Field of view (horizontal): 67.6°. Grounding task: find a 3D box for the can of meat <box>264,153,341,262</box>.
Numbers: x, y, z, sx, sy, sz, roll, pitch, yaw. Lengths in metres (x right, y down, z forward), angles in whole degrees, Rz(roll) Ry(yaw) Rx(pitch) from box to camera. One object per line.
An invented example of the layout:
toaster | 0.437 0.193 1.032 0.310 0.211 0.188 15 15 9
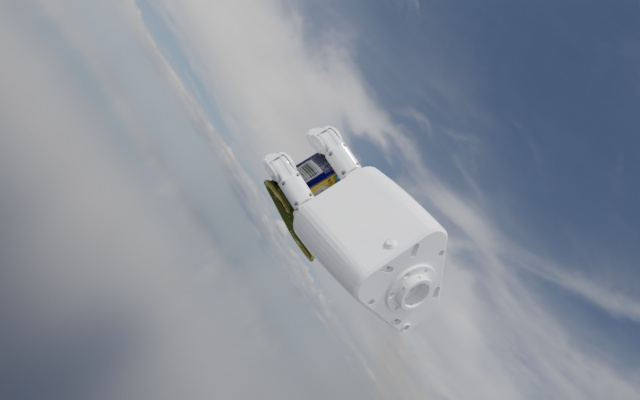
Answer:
can of meat | 0.000 0.002 0.511 0.084 0.102 0.057 -32 39 -10
